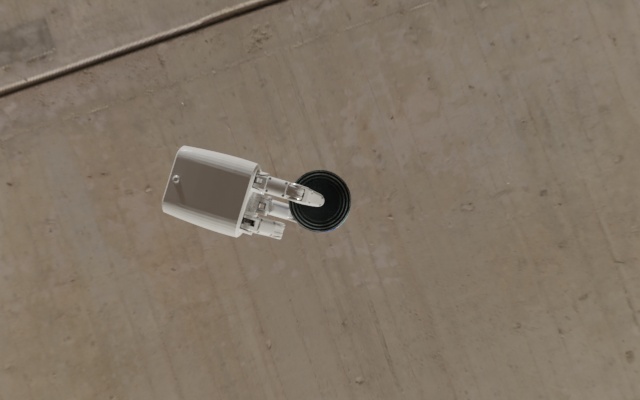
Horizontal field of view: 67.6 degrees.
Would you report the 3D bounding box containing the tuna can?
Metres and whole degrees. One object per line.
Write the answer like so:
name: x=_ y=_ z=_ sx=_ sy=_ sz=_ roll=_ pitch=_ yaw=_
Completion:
tuna can: x=0.000 y=0.002 z=0.665 sx=0.086 sy=0.086 sz=0.034 roll=0 pitch=-6 yaw=4
